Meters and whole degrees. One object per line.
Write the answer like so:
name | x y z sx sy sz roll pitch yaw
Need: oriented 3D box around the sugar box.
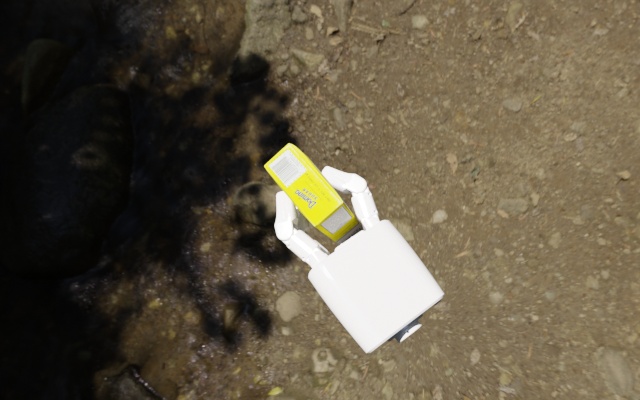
sugar box | 0.000 0.002 0.579 0.048 0.093 0.176 -40 -19 -1
